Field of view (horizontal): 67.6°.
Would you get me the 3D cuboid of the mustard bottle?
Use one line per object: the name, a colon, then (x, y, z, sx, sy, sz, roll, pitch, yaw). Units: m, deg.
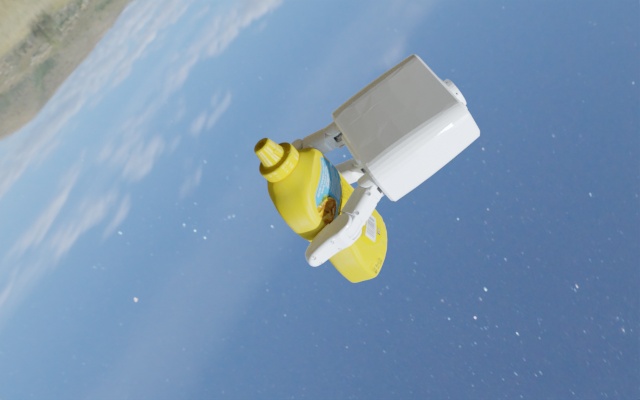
mustard bottle: (0.000, 0.002, 0.500, 0.058, 0.096, 0.192, -19, -46, 31)
